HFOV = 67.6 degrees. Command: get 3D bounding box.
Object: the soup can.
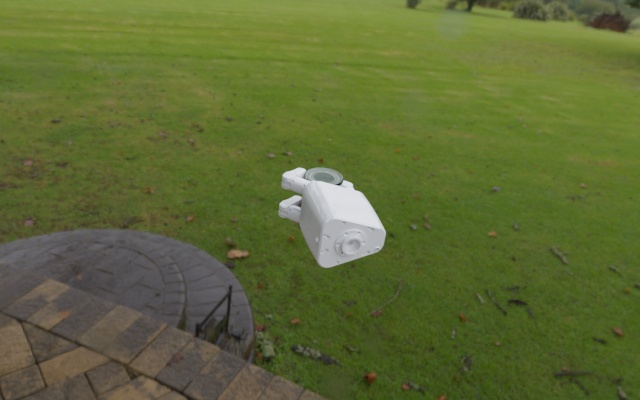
[{"bbox_3d":[0.000,0.002,0.827,0.068,0.102,0.068,6,29,-3],"label":"soup can"}]
